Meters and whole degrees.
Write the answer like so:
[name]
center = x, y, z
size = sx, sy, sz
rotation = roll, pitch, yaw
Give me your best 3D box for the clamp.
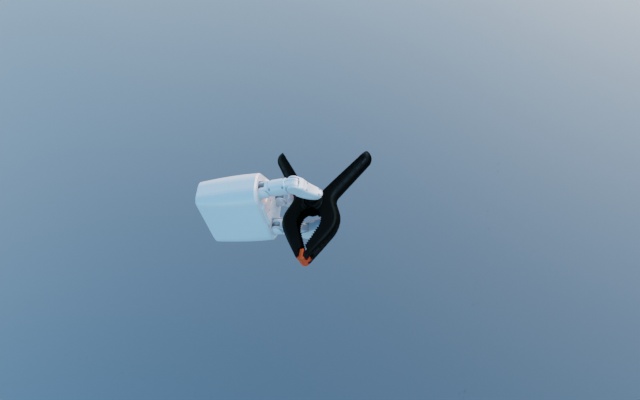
[clamp]
center = 0.000, 0.003, 0.764
size = 0.164, 0.209, 0.036
rotation = -6, -32, 16
